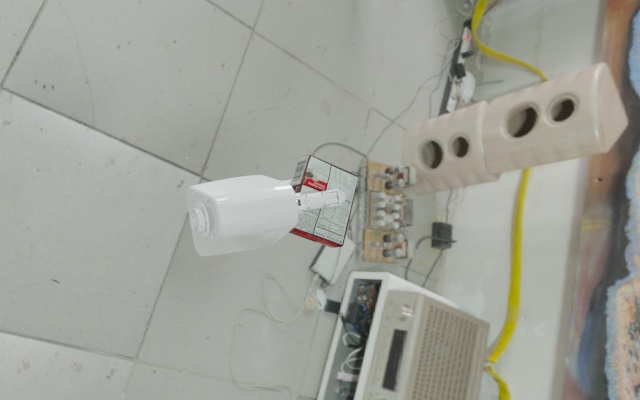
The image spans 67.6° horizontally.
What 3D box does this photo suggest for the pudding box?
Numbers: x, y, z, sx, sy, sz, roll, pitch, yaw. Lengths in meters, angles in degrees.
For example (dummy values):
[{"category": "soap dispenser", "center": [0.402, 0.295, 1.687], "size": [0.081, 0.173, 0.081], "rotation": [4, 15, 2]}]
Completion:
[{"category": "pudding box", "center": [0.000, 0.002, 0.683], "size": [0.090, 0.113, 0.039], "rotation": [23, -16, -26]}]
